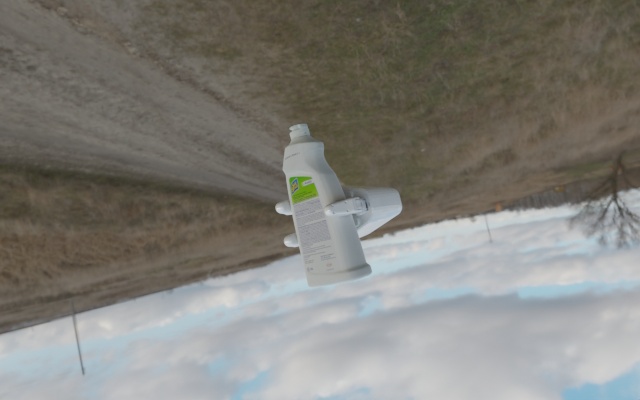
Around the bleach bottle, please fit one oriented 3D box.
[{"bbox_3d":[0.000,0.002,0.738,0.102,0.251,0.068,-17,-6,37],"label":"bleach bottle"}]
